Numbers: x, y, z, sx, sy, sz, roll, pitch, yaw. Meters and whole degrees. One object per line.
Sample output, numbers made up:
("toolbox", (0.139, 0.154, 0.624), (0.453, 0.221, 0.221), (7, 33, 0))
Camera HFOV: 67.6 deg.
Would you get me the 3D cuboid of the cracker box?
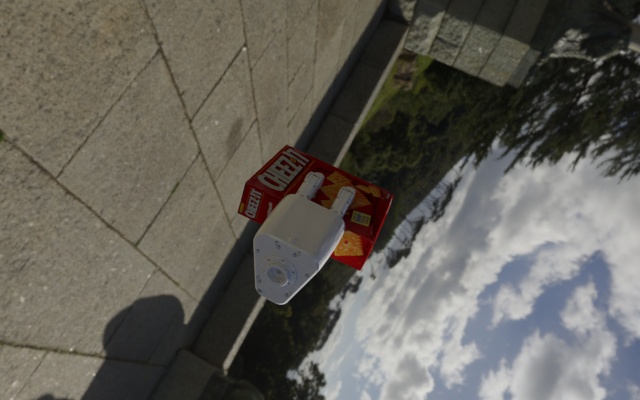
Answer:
("cracker box", (0.000, 0.003, 0.782), (0.213, 0.072, 0.164), (26, 33, 7))
